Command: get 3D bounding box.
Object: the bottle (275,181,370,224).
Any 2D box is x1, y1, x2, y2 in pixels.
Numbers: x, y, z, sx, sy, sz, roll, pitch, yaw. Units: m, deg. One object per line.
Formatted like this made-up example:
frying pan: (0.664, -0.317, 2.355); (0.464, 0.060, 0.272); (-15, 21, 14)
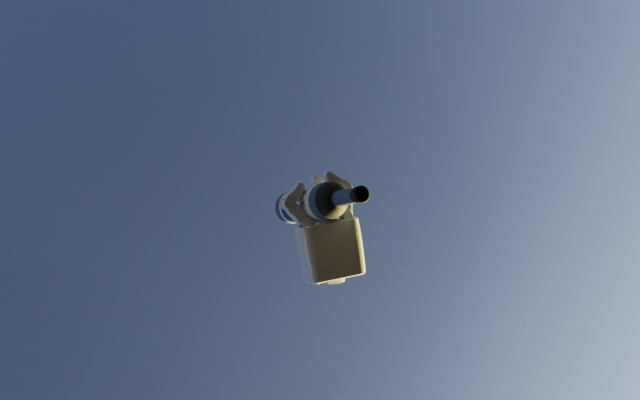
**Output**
bottle: (0.000, 0.003, 0.870); (0.069, 0.069, 0.296); (0, -5, -26)
